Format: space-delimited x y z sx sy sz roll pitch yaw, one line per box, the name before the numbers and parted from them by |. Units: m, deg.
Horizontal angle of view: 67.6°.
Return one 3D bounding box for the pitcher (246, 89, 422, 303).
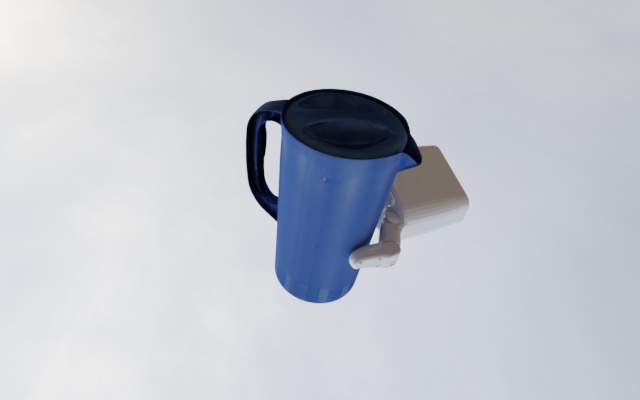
pitcher | 0.000 0.002 0.553 0.145 0.243 0.149 -12 45 -25
